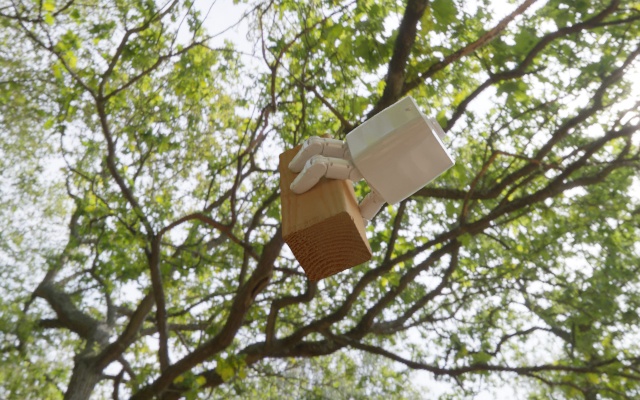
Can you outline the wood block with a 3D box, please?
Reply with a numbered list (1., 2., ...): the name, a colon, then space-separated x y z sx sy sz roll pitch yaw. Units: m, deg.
1. wood block: 0.001 0.002 0.676 0.090 0.091 0.206 -23 34 10
